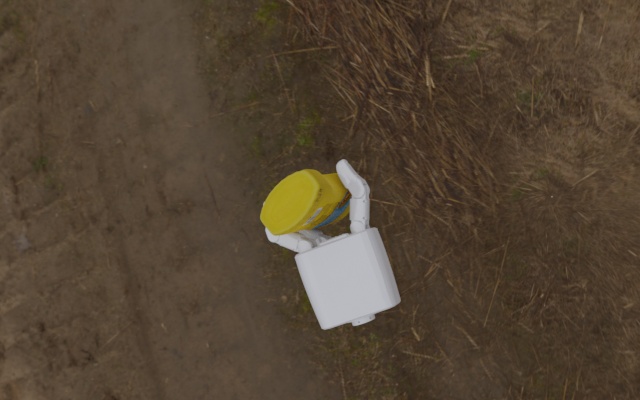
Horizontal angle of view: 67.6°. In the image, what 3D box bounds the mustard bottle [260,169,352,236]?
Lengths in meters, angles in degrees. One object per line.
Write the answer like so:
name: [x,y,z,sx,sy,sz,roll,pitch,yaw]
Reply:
mustard bottle: [0.000,0.002,0.677,0.096,0.058,0.191,-48,-18,18]
